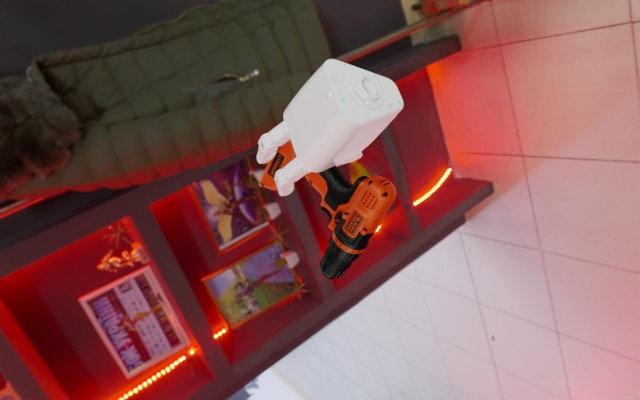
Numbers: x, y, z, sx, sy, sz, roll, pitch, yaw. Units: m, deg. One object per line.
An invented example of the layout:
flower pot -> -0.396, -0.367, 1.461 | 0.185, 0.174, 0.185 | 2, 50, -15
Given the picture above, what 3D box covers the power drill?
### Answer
power drill -> 0.000, 0.002, 0.694 | 0.187, 0.184, 0.057 | 40, 32, 17
